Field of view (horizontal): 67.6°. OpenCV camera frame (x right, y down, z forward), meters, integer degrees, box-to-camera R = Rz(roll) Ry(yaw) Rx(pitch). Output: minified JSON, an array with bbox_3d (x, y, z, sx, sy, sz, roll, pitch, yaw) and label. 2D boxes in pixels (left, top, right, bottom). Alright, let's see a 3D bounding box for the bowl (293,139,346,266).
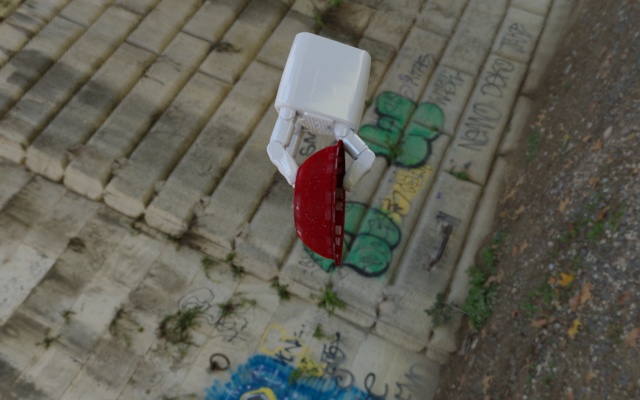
[{"bbox_3d":[0.000,0.003,0.610,0.055,0.162,0.162,1,0,7],"label":"bowl"}]
